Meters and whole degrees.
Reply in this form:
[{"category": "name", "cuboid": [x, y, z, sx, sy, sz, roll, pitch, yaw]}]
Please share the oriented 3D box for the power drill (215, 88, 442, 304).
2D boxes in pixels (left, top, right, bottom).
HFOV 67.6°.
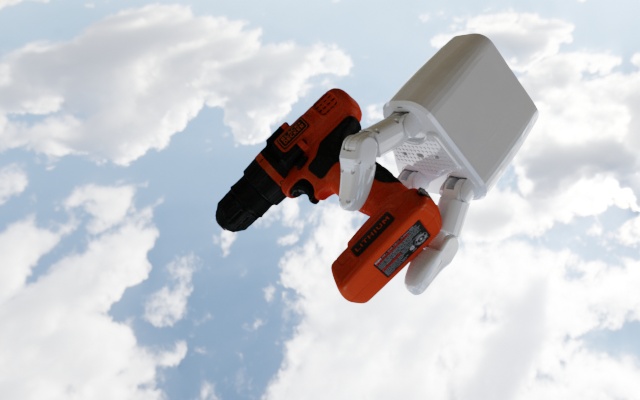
[{"category": "power drill", "cuboid": [0.001, 0.002, 0.435, 0.187, 0.184, 0.057, 48, 6, 37]}]
